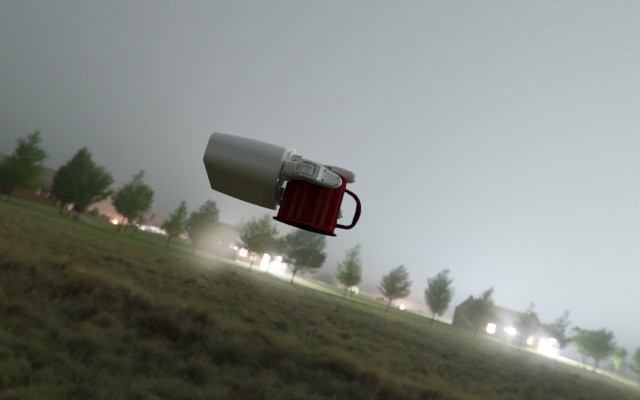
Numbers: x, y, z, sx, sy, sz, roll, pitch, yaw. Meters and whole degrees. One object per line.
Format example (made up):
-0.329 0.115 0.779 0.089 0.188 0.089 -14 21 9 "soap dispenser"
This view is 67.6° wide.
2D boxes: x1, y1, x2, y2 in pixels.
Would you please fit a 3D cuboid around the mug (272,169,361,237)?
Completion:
0.002 0.002 0.664 0.117 0.081 0.093 16 -8 2 "mug"
